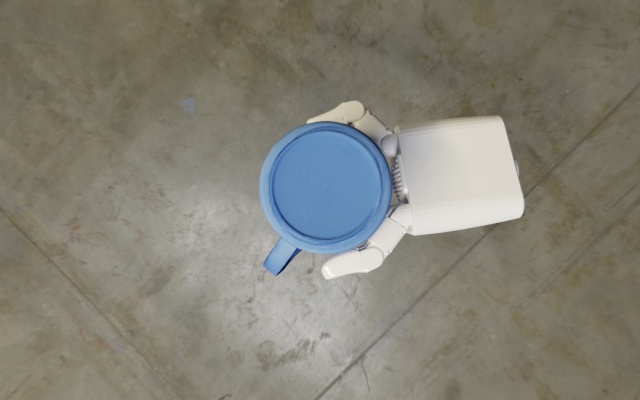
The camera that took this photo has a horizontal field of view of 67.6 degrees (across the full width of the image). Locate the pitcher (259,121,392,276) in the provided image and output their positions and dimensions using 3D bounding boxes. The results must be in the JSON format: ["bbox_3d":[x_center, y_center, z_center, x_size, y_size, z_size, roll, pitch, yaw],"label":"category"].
[{"bbox_3d":[0.000,0.002,0.493,0.145,0.149,0.243,-7,-2,1],"label":"pitcher"}]
